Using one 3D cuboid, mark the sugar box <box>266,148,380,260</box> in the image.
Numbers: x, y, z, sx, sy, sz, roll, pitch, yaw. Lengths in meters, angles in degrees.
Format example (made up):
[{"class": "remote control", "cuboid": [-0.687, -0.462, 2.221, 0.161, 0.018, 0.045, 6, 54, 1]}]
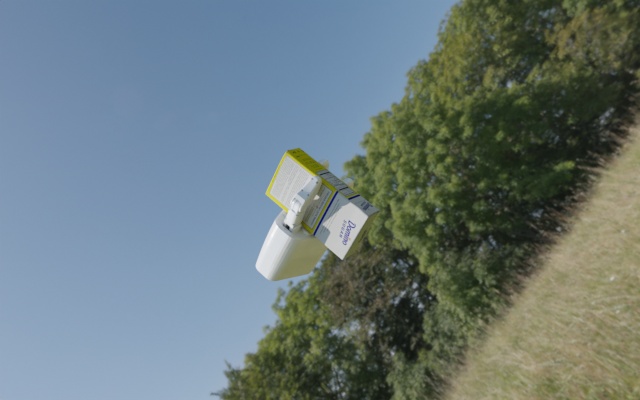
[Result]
[{"class": "sugar box", "cuboid": [0.000, 0.002, 0.764, 0.176, 0.093, 0.048, 39, 31, 18]}]
